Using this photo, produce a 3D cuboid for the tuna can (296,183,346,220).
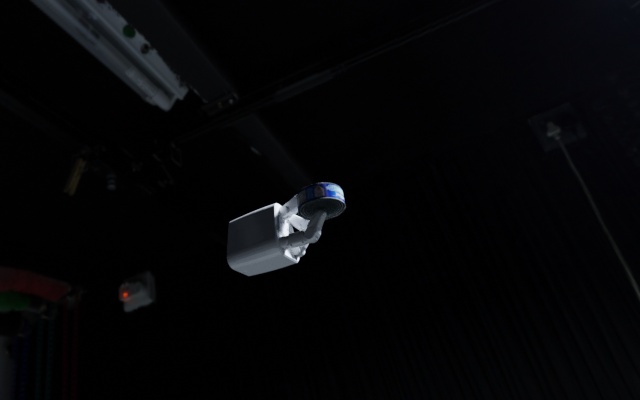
[{"bbox_3d":[0.000,0.002,0.851,0.086,0.033,0.086,-7,-27,-4],"label":"tuna can"}]
